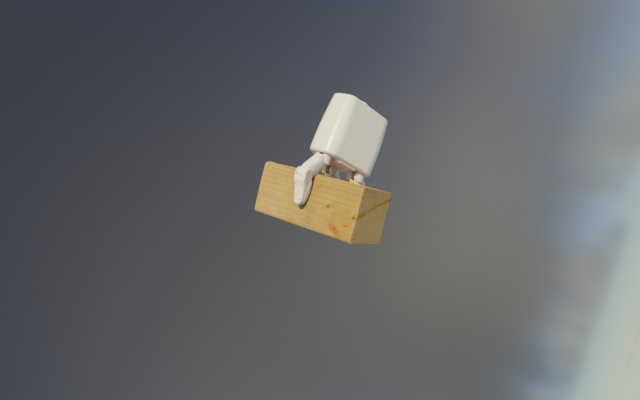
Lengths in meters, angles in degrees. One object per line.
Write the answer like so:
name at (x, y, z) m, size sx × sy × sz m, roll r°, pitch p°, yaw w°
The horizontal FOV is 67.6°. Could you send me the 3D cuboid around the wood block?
wood block at (0.000, 0.002, 0.803) m, size 0.206 × 0.090 × 0.091 m, roll 17°, pitch 4°, yaw 36°
